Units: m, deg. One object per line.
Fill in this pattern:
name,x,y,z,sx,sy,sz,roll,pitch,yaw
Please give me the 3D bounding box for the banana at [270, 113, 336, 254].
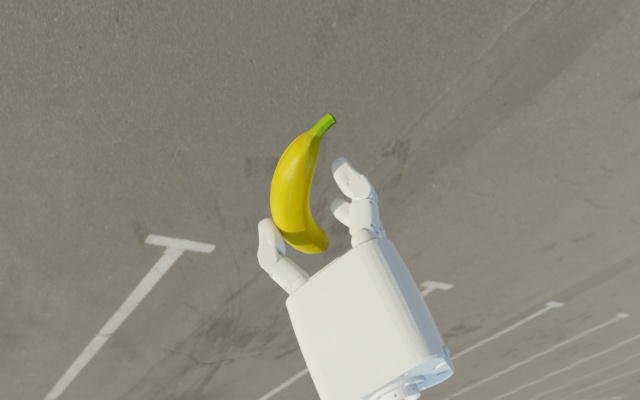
banana,-0.017,0.005,0.479,0.069,0.037,0.198,-18,-36,-17
